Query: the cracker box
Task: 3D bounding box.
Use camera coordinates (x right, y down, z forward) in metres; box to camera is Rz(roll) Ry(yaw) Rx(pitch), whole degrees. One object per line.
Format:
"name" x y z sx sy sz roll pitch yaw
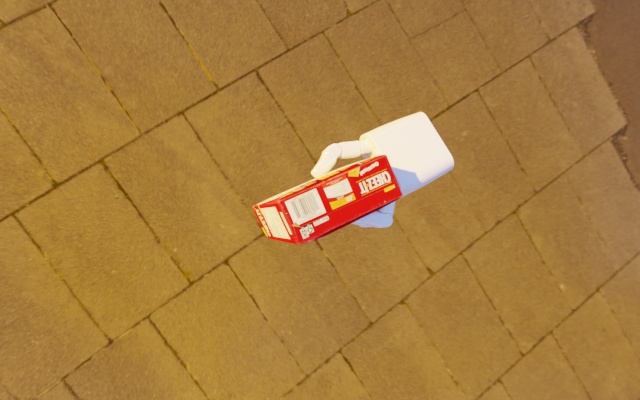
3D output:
"cracker box" 0.000 0.002 0.719 0.164 0.072 0.214 -24 4 -16
